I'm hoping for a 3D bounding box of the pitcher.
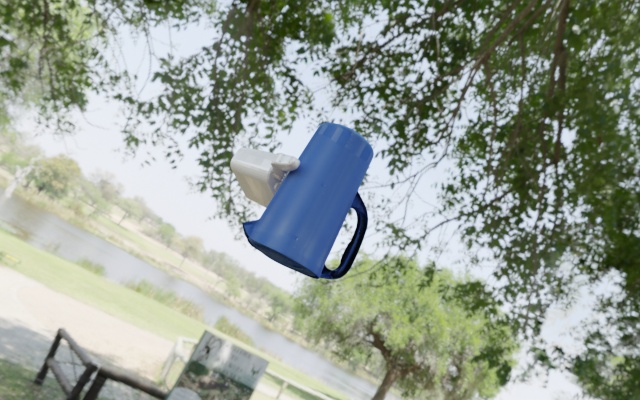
[{"bbox_3d":[0.000,0.003,0.790,0.145,0.242,0.149,18,-18,36],"label":"pitcher"}]
